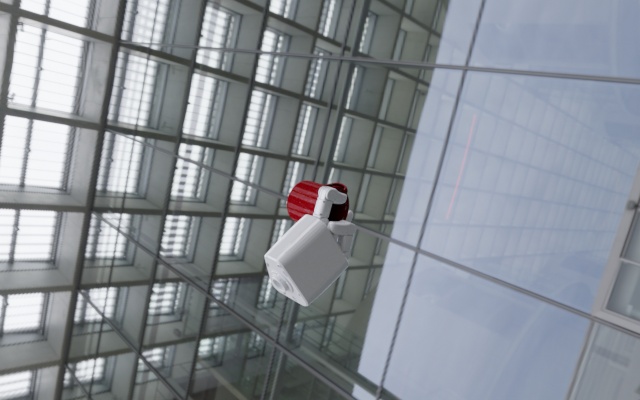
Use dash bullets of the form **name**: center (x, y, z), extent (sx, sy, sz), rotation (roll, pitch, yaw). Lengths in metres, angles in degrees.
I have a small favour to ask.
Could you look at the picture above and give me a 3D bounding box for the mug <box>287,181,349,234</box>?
- **mug**: center (0.001, 0.002, 0.885), extent (0.081, 0.093, 0.117), rotation (19, 51, 41)
